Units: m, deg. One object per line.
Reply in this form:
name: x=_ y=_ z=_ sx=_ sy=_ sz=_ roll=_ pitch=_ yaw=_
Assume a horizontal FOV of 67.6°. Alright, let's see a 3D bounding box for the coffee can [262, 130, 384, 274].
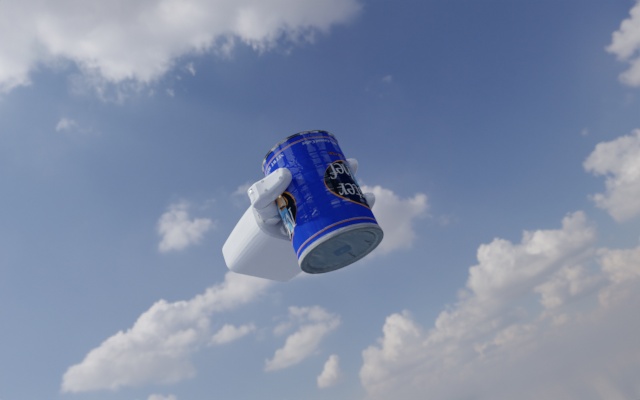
coffee can: x=0.000 y=0.002 z=0.571 sx=0.103 sy=0.140 sz=0.103 roll=-19 pitch=-27 yaw=-10
